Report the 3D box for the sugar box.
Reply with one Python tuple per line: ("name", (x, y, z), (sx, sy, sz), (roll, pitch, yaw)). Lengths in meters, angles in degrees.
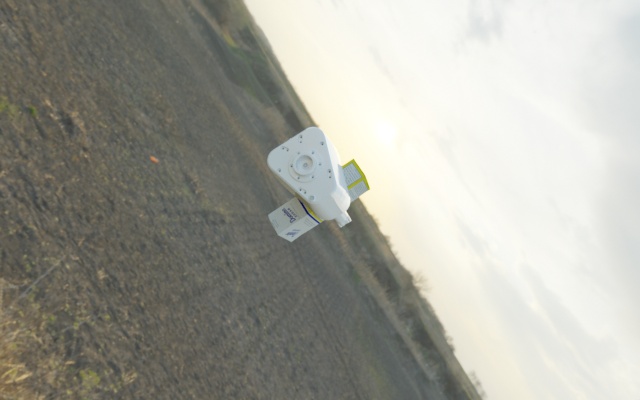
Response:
("sugar box", (0.000, 0.002, 0.827), (0.176, 0.048, 0.093), (-31, -17, 3))
